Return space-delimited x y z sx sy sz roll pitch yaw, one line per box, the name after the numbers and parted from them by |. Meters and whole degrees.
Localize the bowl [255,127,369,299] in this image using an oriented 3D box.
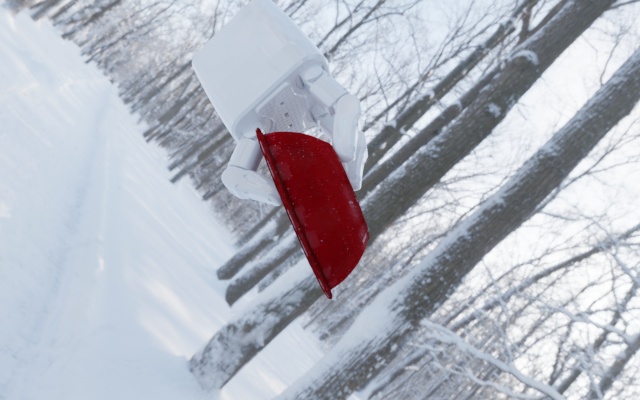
0.001 0.002 0.420 0.055 0.162 0.162 -23 0 -1 | bowl
